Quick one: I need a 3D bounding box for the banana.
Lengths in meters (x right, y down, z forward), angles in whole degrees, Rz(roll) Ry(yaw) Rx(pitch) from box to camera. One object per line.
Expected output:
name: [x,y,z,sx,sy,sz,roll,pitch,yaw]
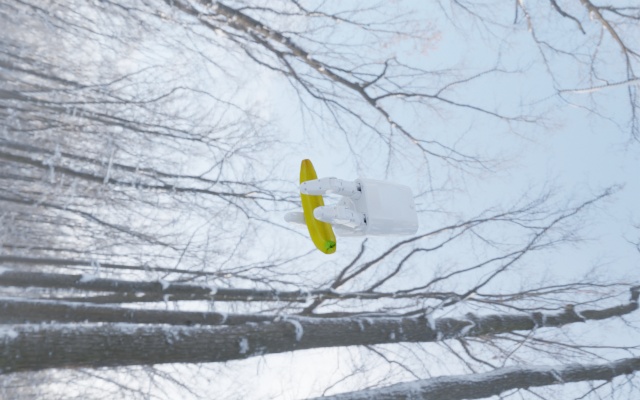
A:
banana: [-0.004,0.018,0.773,0.037,0.070,0.197,-1,45,-20]
